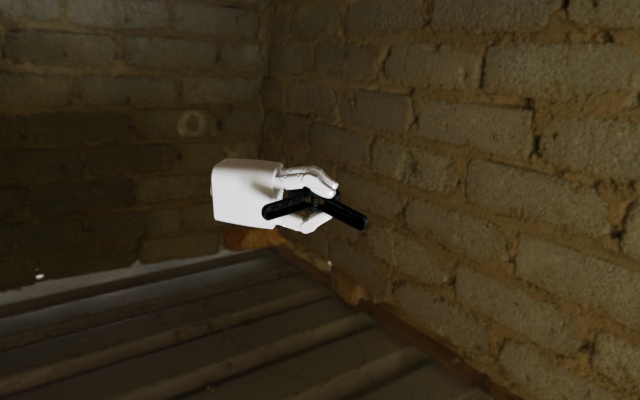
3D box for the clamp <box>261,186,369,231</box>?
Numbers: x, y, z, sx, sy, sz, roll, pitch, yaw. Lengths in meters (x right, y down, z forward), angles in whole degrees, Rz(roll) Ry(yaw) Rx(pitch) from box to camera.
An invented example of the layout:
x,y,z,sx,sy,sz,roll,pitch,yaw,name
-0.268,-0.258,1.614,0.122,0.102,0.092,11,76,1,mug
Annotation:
x,y,z,sx,sy,sz,roll,pitch,yaw,name
0.000,0.003,0.812,0.164,0.036,0.210,10,17,3,clamp
